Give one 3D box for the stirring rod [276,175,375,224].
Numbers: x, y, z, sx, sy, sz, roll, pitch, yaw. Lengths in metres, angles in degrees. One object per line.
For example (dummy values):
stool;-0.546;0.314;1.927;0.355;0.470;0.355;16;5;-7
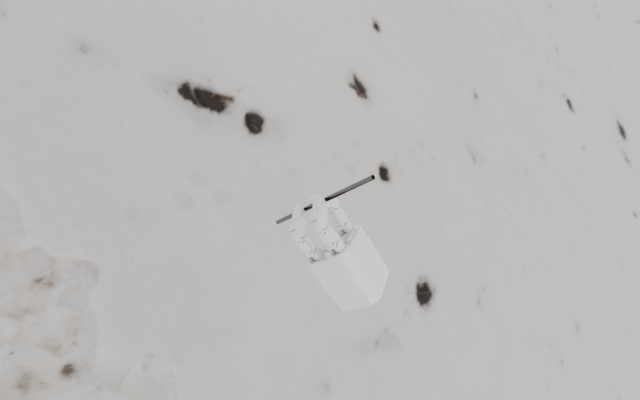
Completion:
stirring rod;0.000;0.003;0.799;0.011;0.011;0.239;0;-18;-44
